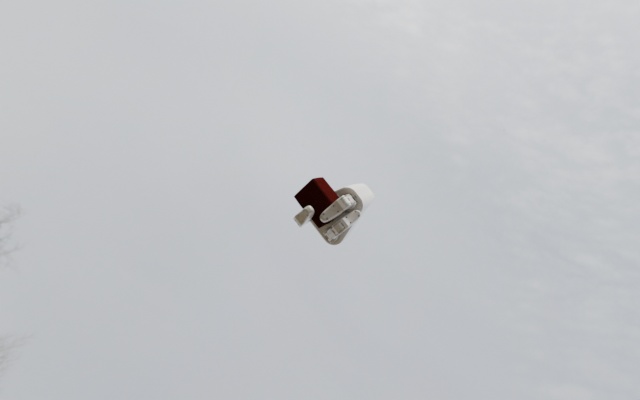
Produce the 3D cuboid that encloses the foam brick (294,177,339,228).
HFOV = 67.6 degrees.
[{"bbox_3d":[0.000,0.003,0.880,0.053,0.078,0.051,-40,-7,22],"label":"foam brick"}]
